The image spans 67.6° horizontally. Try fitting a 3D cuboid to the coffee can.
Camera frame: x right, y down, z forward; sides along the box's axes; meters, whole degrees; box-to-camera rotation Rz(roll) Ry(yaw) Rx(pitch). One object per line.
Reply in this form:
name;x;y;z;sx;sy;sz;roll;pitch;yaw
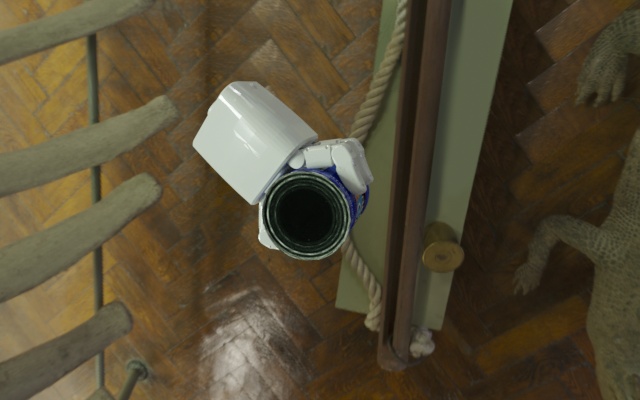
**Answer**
coffee can;0.000;0.002;0.588;0.103;0.103;0.140;0;13;14
